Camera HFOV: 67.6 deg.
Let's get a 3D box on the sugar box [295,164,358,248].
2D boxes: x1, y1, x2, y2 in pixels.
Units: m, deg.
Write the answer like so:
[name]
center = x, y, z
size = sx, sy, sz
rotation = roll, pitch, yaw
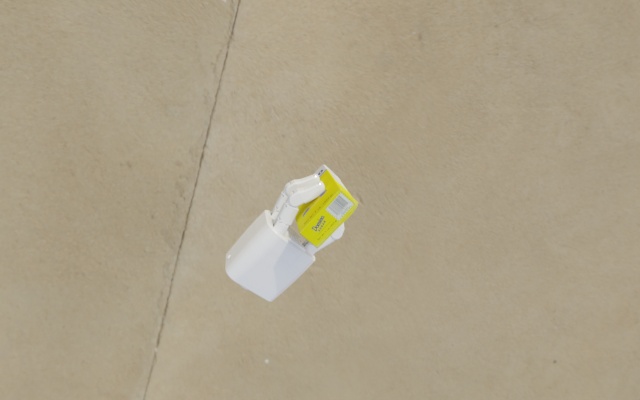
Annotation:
[sugar box]
center = 0.000, 0.002, 0.783
size = 0.048, 0.093, 0.176
rotation = 42, 6, -20
